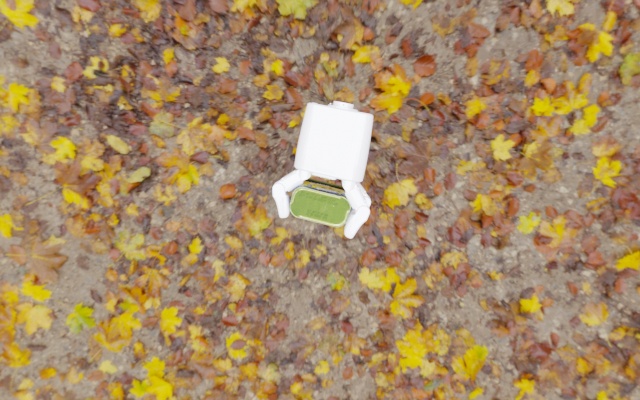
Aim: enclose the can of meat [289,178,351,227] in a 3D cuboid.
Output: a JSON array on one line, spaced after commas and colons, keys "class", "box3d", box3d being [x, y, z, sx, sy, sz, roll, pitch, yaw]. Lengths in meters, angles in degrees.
[{"class": "can of meat", "box3d": [0.000, 0.003, 0.794, 0.102, 0.057, 0.084, 14, 11, -2]}]
